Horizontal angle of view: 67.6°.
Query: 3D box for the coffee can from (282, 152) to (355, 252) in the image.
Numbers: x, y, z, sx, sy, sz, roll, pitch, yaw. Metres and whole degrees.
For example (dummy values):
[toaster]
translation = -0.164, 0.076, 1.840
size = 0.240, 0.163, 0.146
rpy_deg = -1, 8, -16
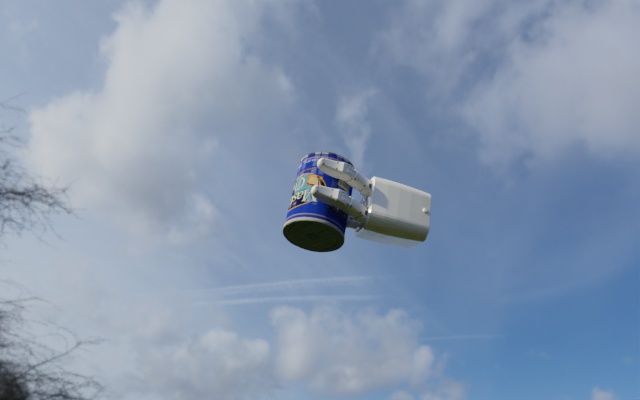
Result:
[coffee can]
translation = 0.000, 0.003, 0.814
size = 0.103, 0.140, 0.103
rpy_deg = 8, -33, 6
